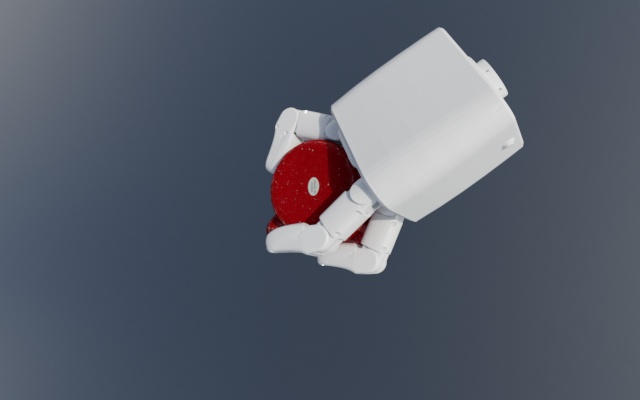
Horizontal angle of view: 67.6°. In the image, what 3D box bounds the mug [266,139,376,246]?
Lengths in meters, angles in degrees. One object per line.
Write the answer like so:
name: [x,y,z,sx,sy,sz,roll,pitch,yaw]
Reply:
mug: [-0.001,0.002,0.427,0.117,0.093,0.081,-35,-24,18]
